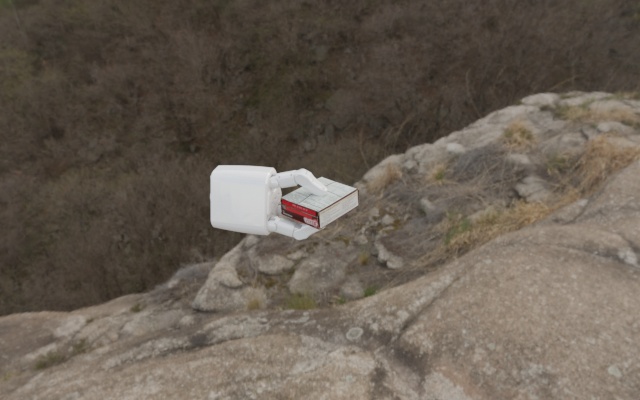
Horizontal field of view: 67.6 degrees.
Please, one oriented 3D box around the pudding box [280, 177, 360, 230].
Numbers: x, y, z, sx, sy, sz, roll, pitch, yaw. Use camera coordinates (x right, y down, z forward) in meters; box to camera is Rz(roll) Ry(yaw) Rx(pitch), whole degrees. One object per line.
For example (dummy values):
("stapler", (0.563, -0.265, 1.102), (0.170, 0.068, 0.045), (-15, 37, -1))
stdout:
("pudding box", (0.000, 0.003, 0.831), (0.090, 0.039, 0.113), (21, 37, 36))
